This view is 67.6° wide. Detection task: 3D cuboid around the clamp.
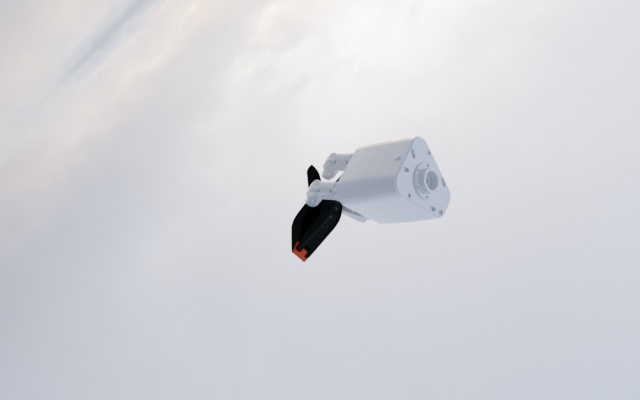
[{"bbox_3d":[0.001,0.003,0.763,0.036,0.210,0.164,43,-29,-26],"label":"clamp"}]
